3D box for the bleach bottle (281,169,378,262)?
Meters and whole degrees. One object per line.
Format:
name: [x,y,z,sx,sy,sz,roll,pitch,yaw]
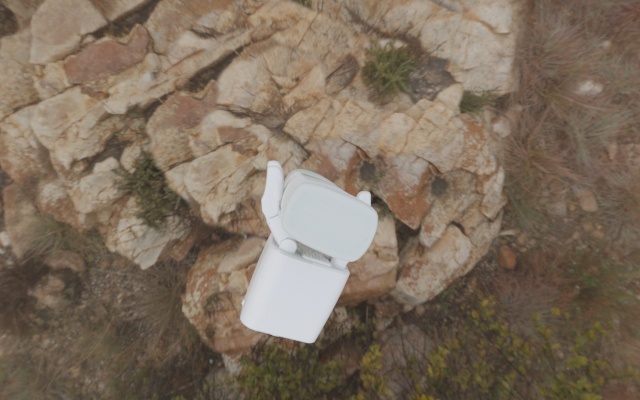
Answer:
bleach bottle: [0.000,0.002,0.615,0.102,0.068,0.251,24,7,-7]
